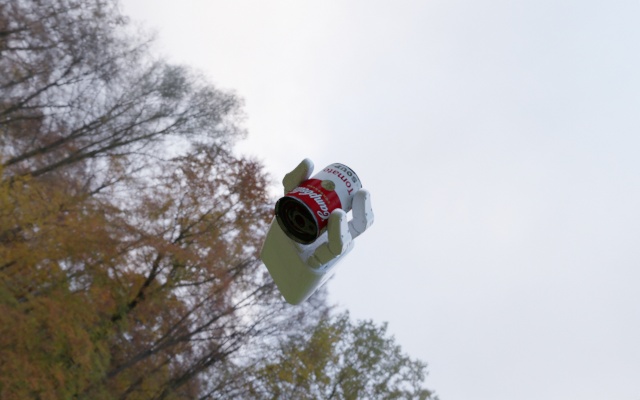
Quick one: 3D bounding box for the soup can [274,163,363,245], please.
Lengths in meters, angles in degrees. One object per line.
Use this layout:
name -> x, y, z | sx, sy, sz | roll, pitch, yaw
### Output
soup can -> 0.000, 0.001, 0.610 | 0.068, 0.068, 0.102 | 0, 27, 43
